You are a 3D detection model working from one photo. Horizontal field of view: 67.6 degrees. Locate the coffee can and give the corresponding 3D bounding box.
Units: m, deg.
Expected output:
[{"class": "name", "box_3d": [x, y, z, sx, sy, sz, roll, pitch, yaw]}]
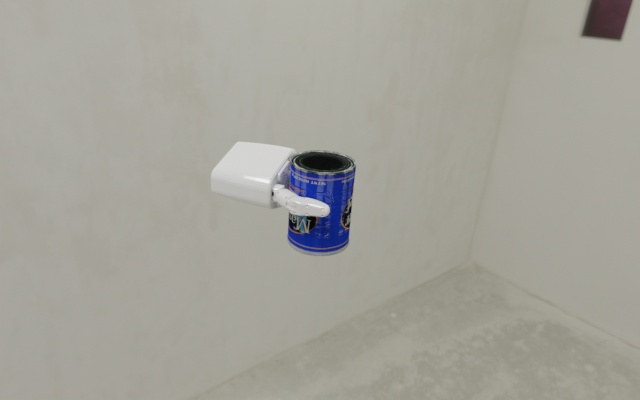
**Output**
[{"class": "coffee can", "box_3d": [0.000, 0.003, 0.759, 0.103, 0.140, 0.102, 3, 25, -1]}]
